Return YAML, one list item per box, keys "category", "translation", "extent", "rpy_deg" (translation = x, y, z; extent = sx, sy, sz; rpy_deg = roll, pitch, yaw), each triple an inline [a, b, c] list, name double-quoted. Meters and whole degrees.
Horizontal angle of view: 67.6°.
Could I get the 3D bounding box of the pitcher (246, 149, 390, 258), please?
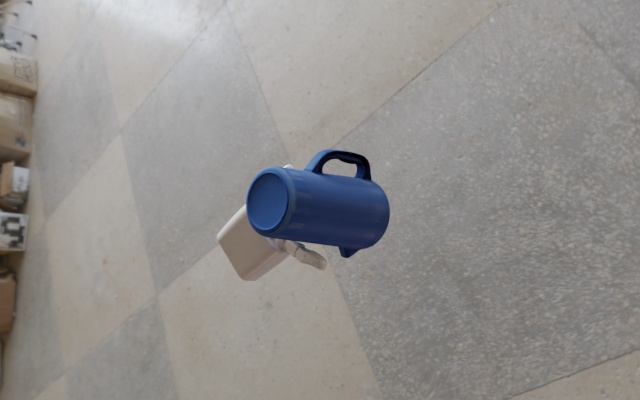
- category: "pitcher"
  translation: [0.000, 0.003, 0.799]
  extent: [0.145, 0.149, 0.243]
  rpy_deg: [-39, -29, 30]
